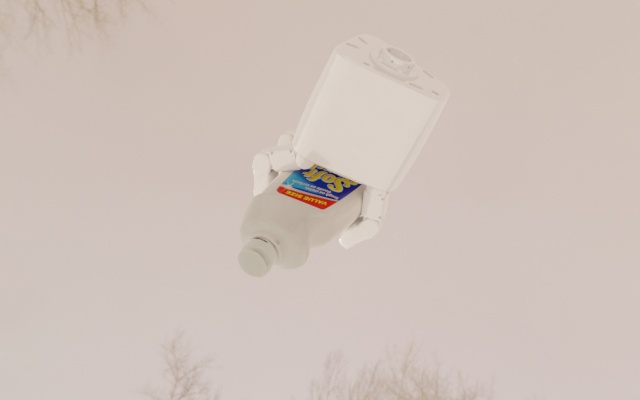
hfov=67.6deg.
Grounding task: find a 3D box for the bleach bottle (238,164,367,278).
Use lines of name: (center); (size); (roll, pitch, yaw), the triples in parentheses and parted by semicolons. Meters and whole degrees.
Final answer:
bleach bottle: (0.000, 0.002, 0.499); (0.102, 0.068, 0.250); (32, 36, 8)
